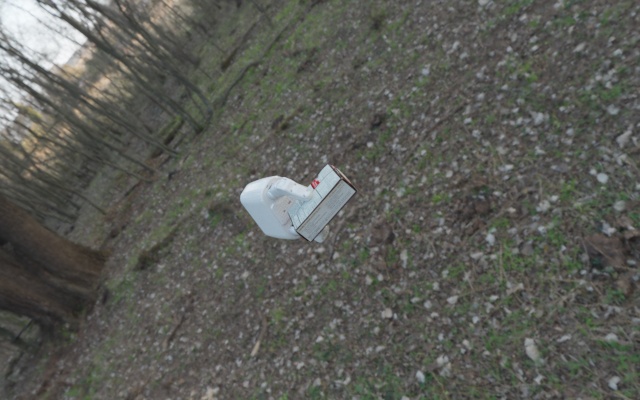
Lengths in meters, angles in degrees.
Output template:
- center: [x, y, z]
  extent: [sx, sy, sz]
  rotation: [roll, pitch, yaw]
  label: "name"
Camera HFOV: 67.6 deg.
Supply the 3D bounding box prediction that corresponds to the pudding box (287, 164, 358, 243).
- center: [0.000, 0.002, 0.763]
  extent: [0.039, 0.113, 0.090]
  rotation: [37, 8, -22]
  label: "pudding box"
